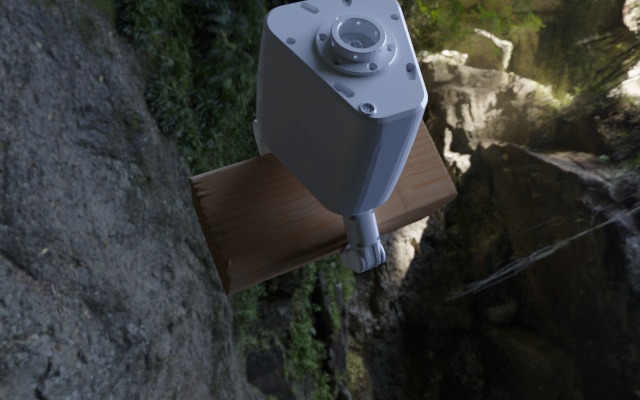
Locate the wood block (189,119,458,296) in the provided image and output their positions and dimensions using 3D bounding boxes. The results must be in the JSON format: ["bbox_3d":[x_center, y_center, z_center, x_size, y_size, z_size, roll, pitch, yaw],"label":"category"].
[{"bbox_3d":[0.000,0.002,0.425,0.206,0.091,0.090,-19,-12,-17],"label":"wood block"}]
